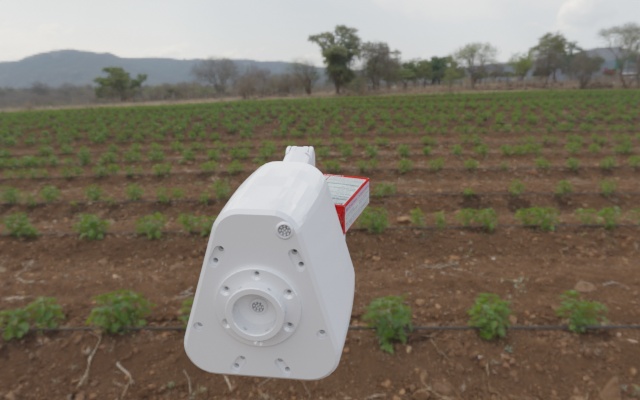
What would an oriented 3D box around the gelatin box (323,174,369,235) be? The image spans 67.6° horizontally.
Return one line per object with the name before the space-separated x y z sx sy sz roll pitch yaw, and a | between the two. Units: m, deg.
gelatin box | 0.000 0.001 0.445 0.073 0.030 0.089 6 21 19
